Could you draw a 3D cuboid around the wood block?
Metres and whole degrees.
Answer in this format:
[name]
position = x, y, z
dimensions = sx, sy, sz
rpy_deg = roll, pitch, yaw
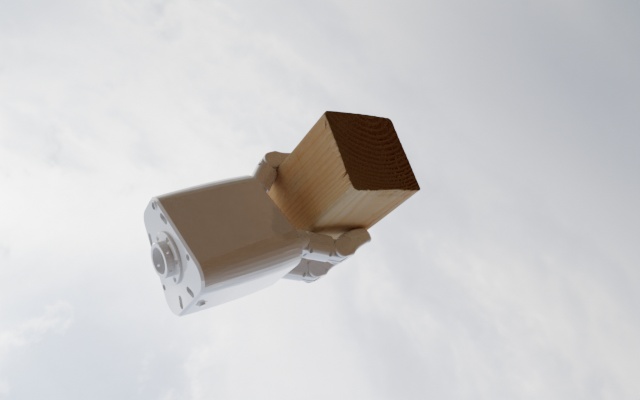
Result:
[wood block]
position = 0.000, 0.002, 0.533
dimensions = 0.090, 0.090, 0.206
rpy_deg = -1, -28, -36
